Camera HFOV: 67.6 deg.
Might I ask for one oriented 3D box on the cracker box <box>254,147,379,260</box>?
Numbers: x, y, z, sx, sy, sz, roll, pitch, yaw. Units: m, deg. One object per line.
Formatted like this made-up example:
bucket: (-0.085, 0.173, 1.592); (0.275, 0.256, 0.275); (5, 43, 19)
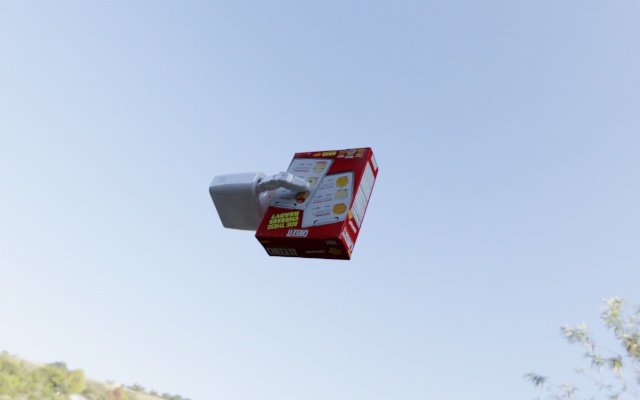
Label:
cracker box: (0.000, 0.003, 0.862); (0.164, 0.213, 0.072); (-1, -42, 27)
